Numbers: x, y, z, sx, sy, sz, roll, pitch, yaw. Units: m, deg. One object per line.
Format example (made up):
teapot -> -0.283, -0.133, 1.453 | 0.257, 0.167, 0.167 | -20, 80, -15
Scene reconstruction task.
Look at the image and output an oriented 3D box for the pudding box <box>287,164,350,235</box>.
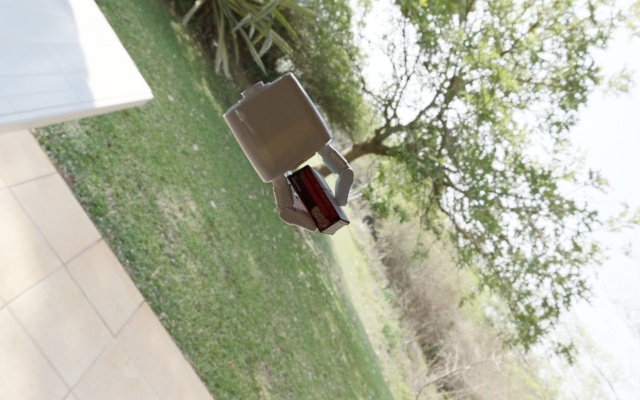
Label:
pudding box -> 0.000, 0.002, 0.681 | 0.039, 0.090, 0.113 | -32, -10, 7
